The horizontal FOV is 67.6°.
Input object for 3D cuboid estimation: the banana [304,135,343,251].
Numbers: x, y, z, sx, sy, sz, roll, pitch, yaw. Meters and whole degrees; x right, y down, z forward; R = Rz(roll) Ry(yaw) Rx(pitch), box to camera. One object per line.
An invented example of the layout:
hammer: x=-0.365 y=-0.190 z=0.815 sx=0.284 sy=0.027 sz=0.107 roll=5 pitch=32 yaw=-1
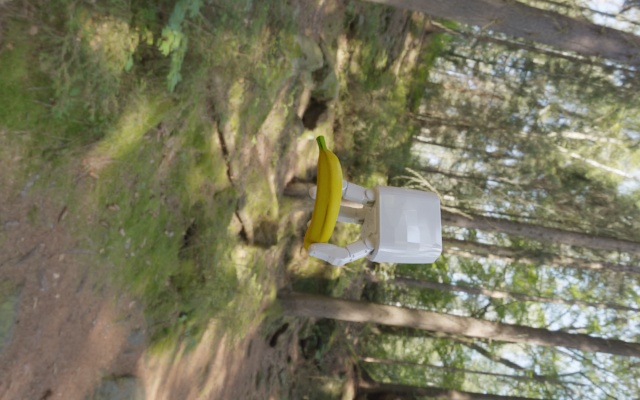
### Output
banana: x=0.004 y=0.009 z=0.694 sx=0.037 sy=0.198 sz=0.069 roll=1 pitch=32 yaw=-13
